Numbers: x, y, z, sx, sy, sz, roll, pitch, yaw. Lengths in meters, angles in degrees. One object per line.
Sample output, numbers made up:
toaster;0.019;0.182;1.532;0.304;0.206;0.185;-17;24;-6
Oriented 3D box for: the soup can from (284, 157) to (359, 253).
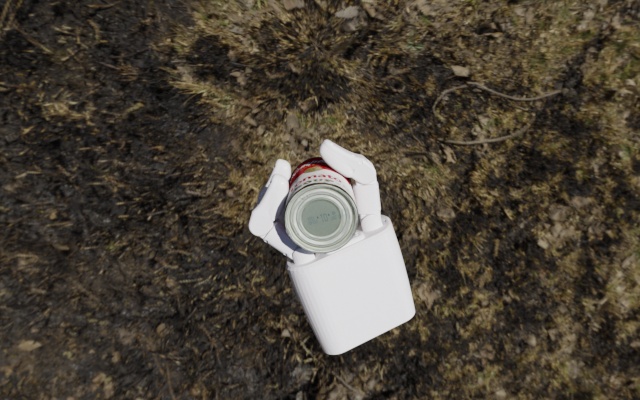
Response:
soup can;0.000;0.001;0.463;0.068;0.068;0.102;0;18;0
